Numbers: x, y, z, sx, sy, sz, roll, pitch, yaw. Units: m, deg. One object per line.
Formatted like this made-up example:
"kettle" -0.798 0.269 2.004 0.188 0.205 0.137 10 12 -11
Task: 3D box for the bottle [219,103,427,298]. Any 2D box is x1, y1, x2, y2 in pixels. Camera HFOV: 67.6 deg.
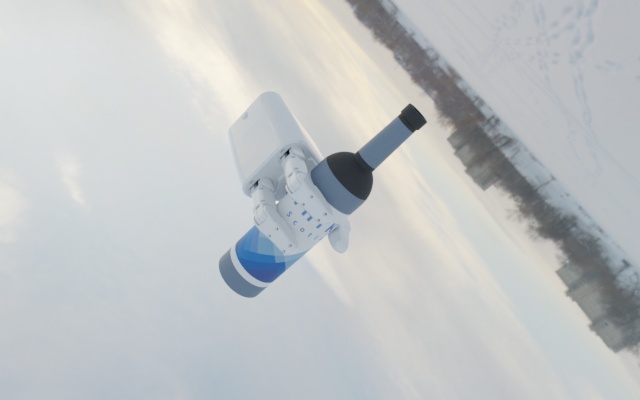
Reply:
"bottle" 0.000 0.002 0.546 0.296 0.069 0.069 -42 -18 21
